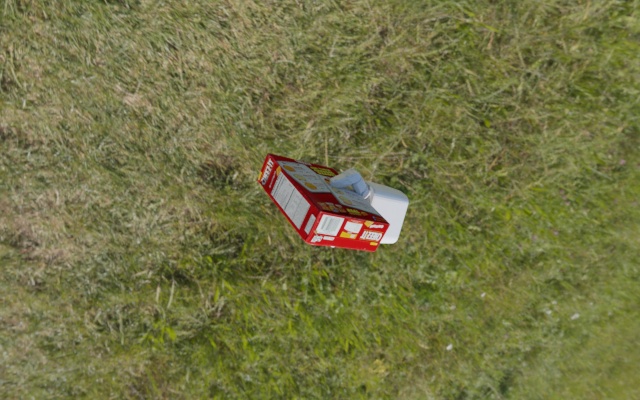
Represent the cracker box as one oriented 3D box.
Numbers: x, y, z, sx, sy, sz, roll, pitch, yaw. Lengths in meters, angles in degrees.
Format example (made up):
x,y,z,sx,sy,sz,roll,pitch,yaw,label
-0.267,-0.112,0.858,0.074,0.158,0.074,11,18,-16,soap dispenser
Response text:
x,y,z,sx,sy,sz,roll,pitch,yaw,label
0.000,0.003,0.882,0.164,0.072,0.213,11,24,-38,cracker box
